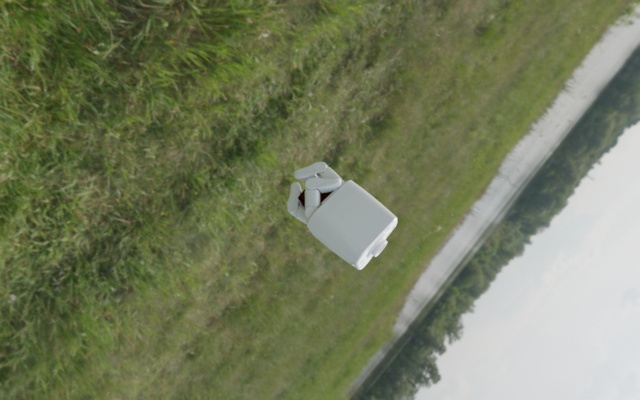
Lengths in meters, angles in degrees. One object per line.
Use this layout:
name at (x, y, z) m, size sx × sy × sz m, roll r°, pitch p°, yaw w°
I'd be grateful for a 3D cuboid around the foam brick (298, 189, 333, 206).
foam brick at (0.000, 0.003, 0.859) m, size 0.051 × 0.053 × 0.078 m, roll 38°, pitch -8°, yaw 18°
